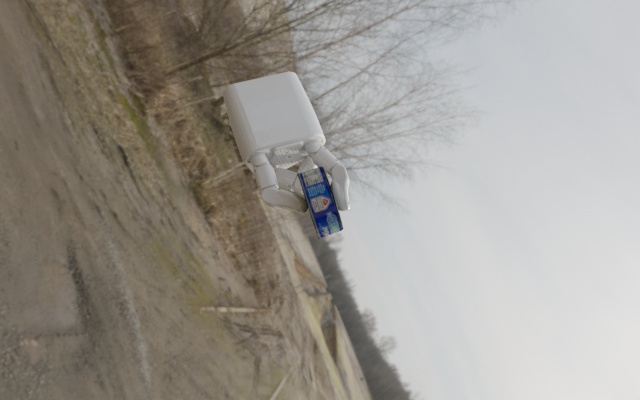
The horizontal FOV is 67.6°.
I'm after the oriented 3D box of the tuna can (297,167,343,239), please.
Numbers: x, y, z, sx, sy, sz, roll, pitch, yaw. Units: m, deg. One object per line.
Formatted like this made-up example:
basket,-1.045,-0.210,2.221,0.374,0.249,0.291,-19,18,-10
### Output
tuna can,0.001,0.002,0.592,0.034,0.086,0.086,-18,0,-1
